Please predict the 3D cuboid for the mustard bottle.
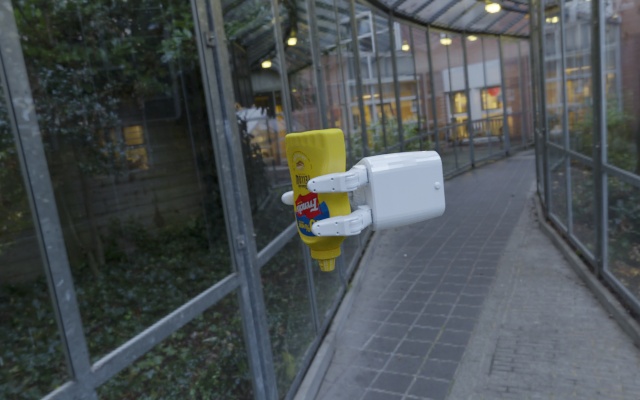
[{"bbox_3d":[0.000,0.002,0.647,0.058,0.191,0.096,-14,12,-37],"label":"mustard bottle"}]
